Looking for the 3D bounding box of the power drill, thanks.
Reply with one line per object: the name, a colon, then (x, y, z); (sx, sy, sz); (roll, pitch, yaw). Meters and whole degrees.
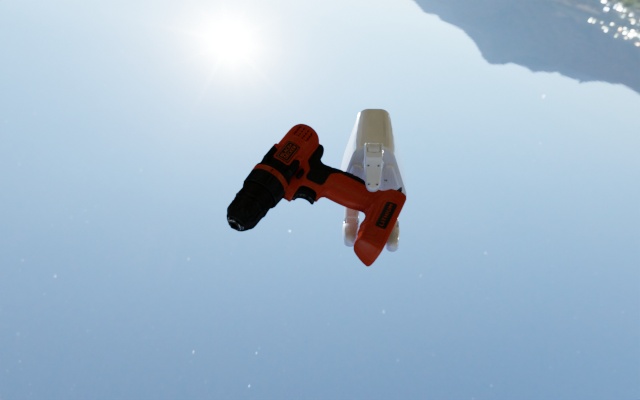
power drill: (0.001, 0.002, 0.594); (0.187, 0.184, 0.057); (31, -35, 3)
